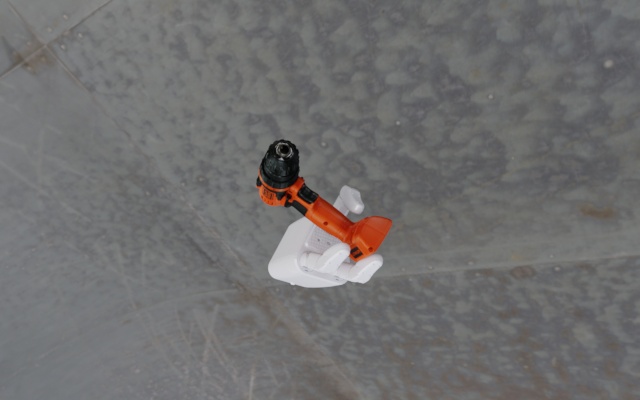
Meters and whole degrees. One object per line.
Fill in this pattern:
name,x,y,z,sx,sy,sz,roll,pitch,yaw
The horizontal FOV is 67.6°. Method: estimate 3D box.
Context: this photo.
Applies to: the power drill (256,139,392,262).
power drill,0.000,0.002,0.638,0.187,0.057,0.184,35,-16,1
